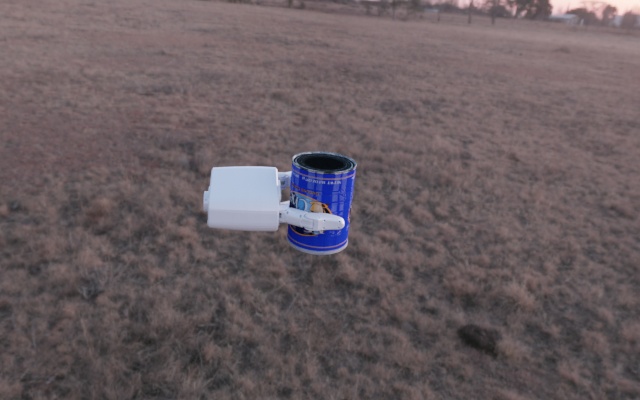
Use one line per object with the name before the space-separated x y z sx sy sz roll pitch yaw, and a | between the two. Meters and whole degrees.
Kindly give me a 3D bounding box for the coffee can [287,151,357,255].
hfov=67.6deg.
coffee can | 0.000 0.003 0.773 0.103 0.140 0.102 4 23 -2
